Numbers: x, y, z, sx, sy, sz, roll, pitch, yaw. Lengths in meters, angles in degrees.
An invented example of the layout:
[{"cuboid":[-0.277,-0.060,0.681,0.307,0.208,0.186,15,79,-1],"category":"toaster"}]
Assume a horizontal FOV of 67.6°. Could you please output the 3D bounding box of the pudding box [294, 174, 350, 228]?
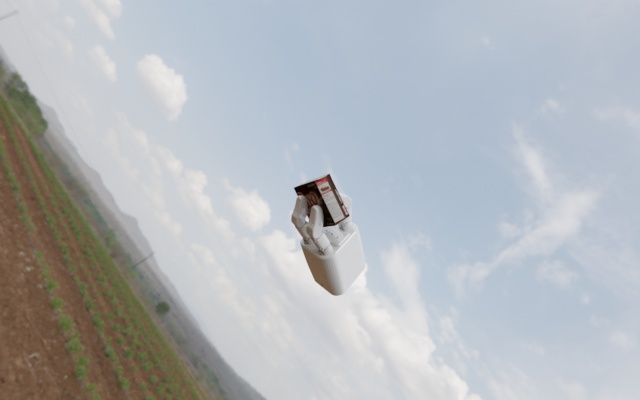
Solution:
[{"cuboid":[0.000,0.003,0.891,0.039,0.090,0.113,-29,6,-25],"category":"pudding box"}]
